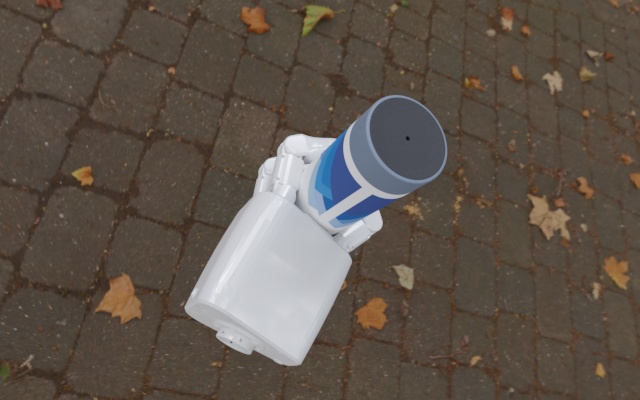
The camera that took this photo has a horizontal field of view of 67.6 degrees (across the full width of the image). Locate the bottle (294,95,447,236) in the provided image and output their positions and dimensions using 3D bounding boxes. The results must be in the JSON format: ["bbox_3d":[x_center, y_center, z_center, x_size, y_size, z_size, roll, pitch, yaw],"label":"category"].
[{"bbox_3d":[0.000,0.001,0.453,0.069,0.069,0.296,0,-18,-25],"label":"bottle"}]
